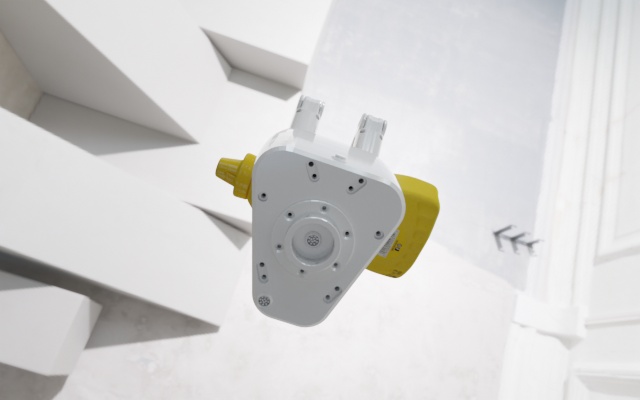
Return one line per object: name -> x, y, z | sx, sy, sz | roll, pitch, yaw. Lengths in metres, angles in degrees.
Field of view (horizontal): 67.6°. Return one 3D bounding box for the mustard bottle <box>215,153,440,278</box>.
mustard bottle -> 0.000, 0.001, 0.426 | 0.191, 0.096, 0.058 | 19, 36, -4
